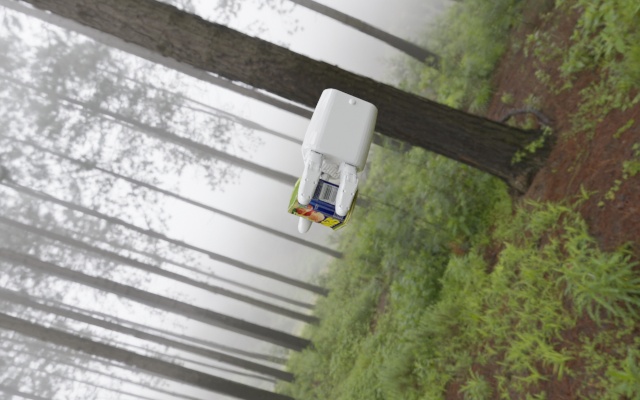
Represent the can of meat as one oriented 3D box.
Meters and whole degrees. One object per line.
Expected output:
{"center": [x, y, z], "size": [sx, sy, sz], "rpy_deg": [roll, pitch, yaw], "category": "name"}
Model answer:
{"center": [0.000, 0.002, 0.718], "size": [0.084, 0.057, 0.102], "rpy_deg": [20, -14, -8], "category": "can of meat"}
